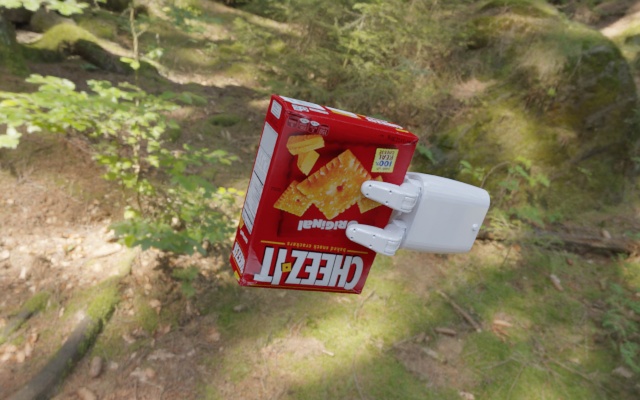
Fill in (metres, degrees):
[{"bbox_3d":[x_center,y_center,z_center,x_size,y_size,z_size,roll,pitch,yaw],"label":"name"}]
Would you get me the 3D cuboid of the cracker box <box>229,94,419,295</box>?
[{"bbox_3d":[0.000,0.002,0.561,0.164,0.214,0.072,9,20,-24],"label":"cracker box"}]
